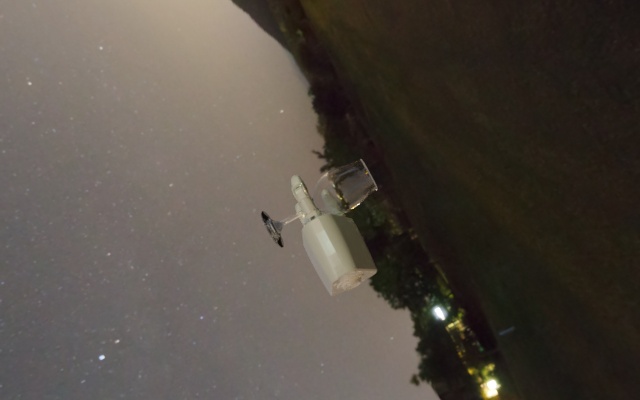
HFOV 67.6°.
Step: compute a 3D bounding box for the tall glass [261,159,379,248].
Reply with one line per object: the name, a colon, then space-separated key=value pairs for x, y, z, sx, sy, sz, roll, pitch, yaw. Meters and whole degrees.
tall glass: x=-0.001 y=0.003 z=0.838 sx=0.201 sy=0.079 sz=0.079 roll=-30 pitch=-3 yaw=6
